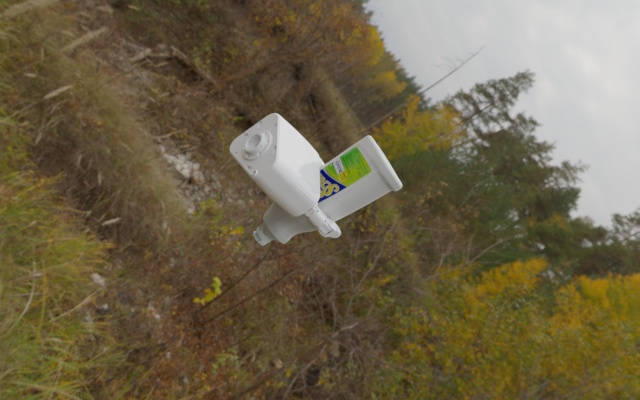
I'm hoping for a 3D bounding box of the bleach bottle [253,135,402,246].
[{"bbox_3d":[0.000,0.002,0.775,0.251,0.102,0.068,-33,-43,12],"label":"bleach bottle"}]
